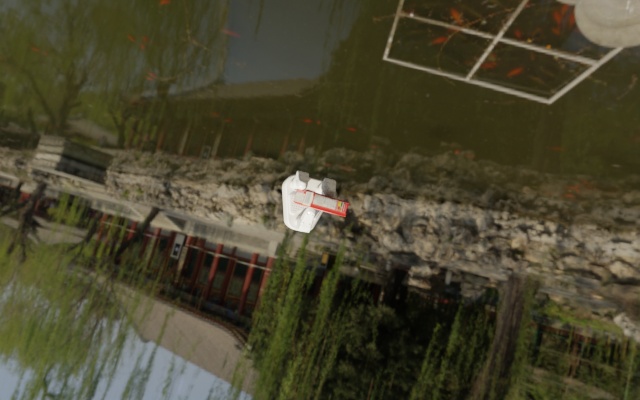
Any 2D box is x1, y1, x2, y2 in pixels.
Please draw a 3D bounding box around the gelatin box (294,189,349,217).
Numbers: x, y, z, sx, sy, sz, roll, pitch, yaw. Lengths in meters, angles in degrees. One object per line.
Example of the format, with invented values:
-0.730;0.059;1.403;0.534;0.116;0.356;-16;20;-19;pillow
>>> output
0.000;0.003;0.876;0.073;0.030;0.089;16;-1;-23;gelatin box
